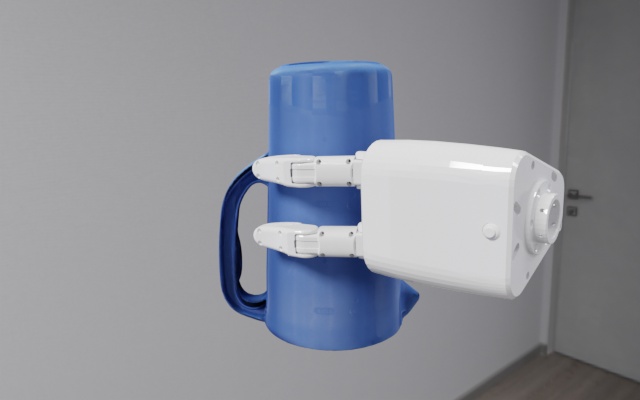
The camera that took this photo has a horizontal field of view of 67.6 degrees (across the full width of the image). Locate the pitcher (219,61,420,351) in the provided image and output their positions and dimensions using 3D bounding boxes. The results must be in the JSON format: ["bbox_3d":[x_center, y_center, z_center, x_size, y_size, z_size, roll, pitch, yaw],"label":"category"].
[{"bbox_3d":[0.000,0.001,0.440,0.145,0.243,0.149,9,15,42],"label":"pitcher"}]
